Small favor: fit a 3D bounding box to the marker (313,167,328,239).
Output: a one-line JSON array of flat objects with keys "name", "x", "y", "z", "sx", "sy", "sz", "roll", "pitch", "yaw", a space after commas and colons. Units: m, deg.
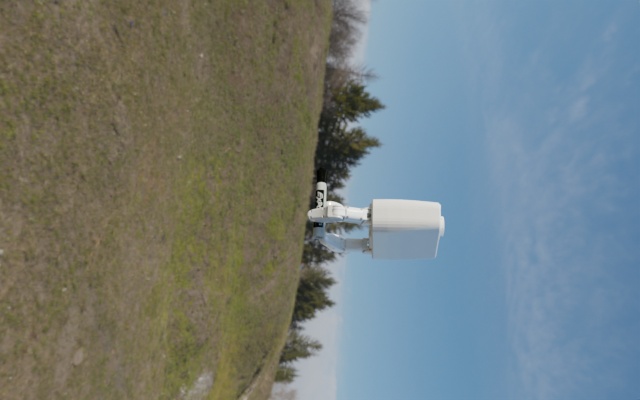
[{"name": "marker", "x": 0.000, "y": 0.003, "z": 0.779, "sx": 0.020, "sy": 0.121, "sz": 0.020, "roll": 3, "pitch": -20, "yaw": 1}]
